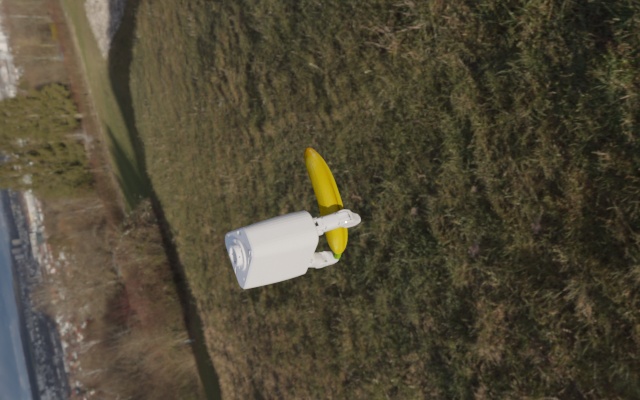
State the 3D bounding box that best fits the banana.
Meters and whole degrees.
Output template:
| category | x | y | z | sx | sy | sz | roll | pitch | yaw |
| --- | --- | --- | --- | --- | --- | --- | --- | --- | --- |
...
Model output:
| category | x | y | z | sx | sy | sz | roll | pitch | yaw |
| --- | --- | --- | --- | --- | --- | --- | --- | --- | --- |
| banana | 0.009 | 0.004 | 0.789 | 0.037 | 0.198 | 0.069 | -14 | 1 | -26 |
